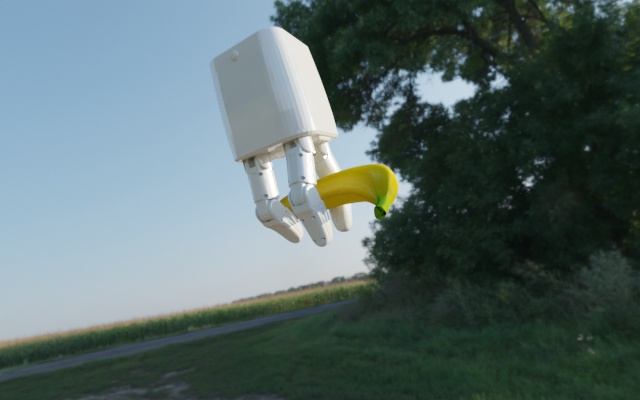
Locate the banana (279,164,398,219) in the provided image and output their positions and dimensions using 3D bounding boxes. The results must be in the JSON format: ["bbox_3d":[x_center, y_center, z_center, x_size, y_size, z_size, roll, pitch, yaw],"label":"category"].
[{"bbox_3d":[0.016,-0.007,0.481,0.069,0.037,0.198,-31,12,-31],"label":"banana"}]
